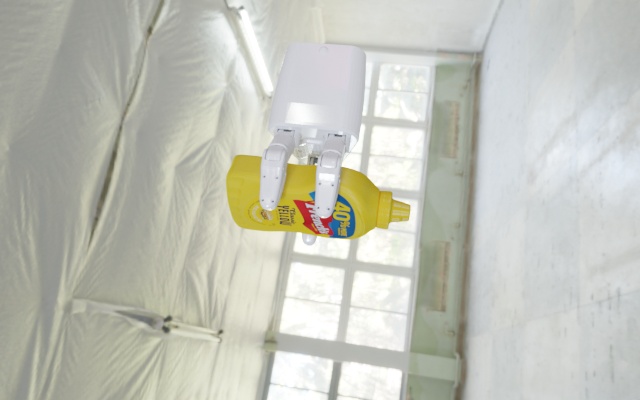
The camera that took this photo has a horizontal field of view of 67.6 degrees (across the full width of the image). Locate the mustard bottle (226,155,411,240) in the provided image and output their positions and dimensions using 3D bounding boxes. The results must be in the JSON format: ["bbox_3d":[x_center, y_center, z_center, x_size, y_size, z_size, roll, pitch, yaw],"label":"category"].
[{"bbox_3d":[0.000,0.002,0.516,0.191,0.058,0.096,6,-42,8],"label":"mustard bottle"}]
